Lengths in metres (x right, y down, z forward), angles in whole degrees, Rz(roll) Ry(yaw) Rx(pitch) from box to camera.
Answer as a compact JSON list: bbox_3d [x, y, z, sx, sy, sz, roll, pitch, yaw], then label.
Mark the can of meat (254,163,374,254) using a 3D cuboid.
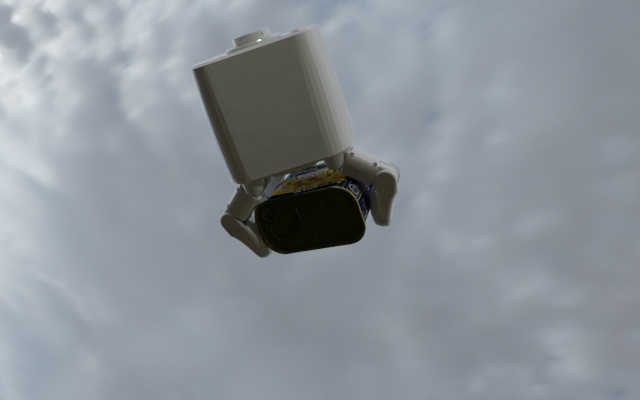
[{"bbox_3d":[0.000,0.001,0.461,0.102,0.057,0.084,-12,23,23],"label":"can of meat"}]
